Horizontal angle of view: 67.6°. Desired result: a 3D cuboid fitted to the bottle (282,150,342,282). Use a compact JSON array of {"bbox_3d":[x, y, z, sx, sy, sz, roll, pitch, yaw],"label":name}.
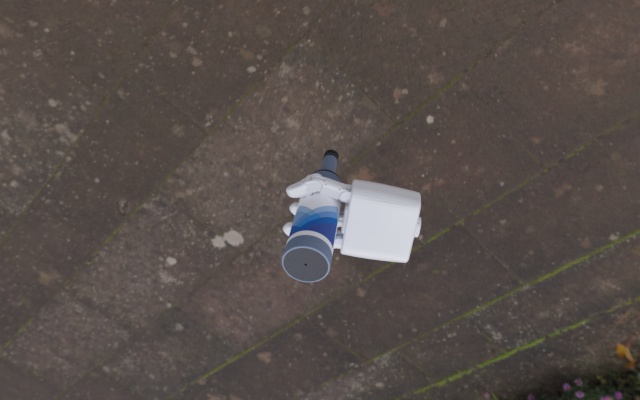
[{"bbox_3d":[0.000,0.003,0.763,0.069,0.069,0.295,0,35,10],"label":"bottle"}]
